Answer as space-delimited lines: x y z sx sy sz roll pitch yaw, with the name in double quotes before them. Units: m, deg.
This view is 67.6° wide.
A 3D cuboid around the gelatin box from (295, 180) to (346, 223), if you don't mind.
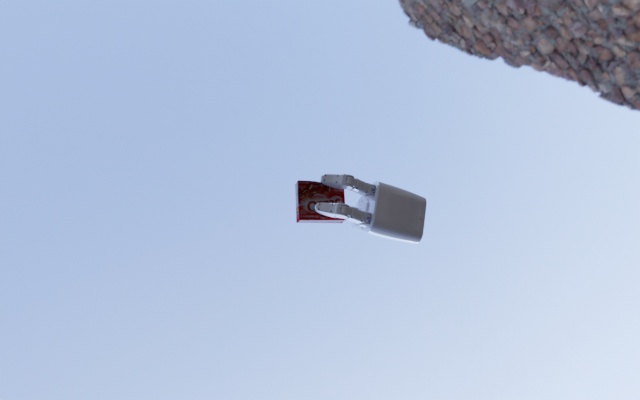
"gelatin box" 0.000 0.003 0.862 0.089 0.073 0.030 1 -14 -14
